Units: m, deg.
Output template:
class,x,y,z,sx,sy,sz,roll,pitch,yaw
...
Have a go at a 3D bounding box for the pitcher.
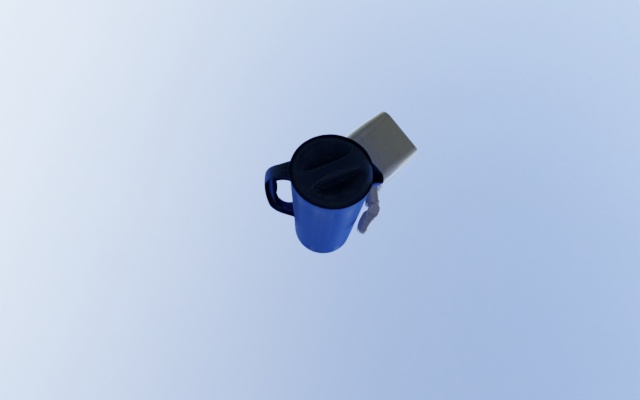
class,x,y,z,sx,sy,sz,roll,pitch,yaw
pitcher,0.000,0.003,0.834,0.145,0.149,0.243,-41,-17,-21
